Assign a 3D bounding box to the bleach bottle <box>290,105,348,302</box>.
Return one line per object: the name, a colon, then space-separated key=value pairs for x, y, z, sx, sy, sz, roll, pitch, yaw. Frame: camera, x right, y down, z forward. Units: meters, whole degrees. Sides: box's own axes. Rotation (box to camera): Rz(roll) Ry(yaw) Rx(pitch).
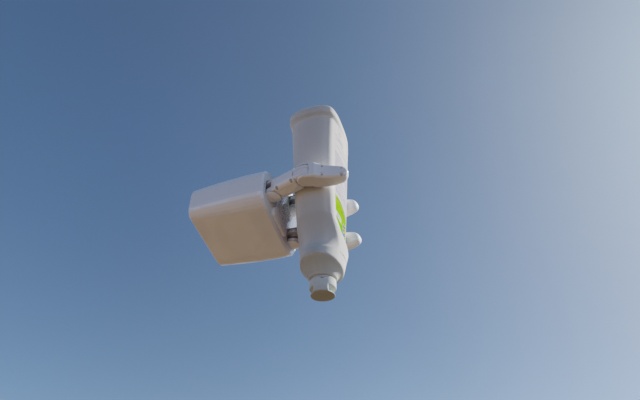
bleach bottle: x=0.000 y=0.002 z=0.600 sx=0.068 sy=0.250 sz=0.103 roll=-12 pitch=-39 yaw=15
